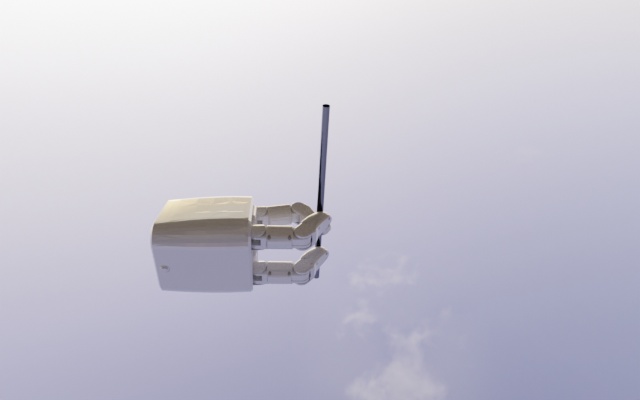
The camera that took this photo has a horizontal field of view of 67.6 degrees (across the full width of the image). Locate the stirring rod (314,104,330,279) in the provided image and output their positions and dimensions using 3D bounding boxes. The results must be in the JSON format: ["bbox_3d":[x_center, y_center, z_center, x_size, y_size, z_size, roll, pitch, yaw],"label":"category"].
[{"bbox_3d":[0.000,0.002,0.550,0.011,0.240,0.011,2,36,-2],"label":"stirring rod"}]
